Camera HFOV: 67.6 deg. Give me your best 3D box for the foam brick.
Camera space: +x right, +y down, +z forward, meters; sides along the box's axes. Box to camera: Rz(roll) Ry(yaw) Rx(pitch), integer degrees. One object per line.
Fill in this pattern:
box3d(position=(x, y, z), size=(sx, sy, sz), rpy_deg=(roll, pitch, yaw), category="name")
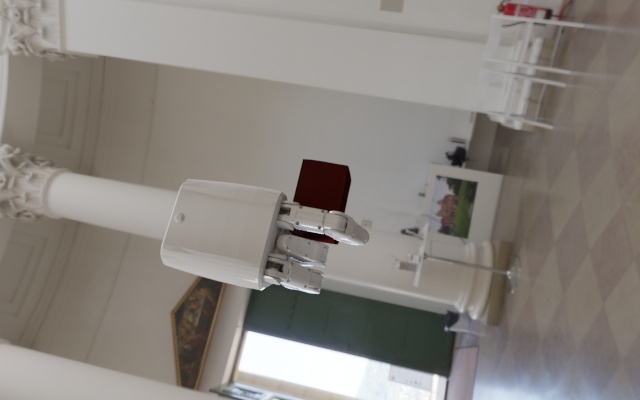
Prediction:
box3d(position=(0.000, 0.001, 0.514), size=(0.051, 0.078, 0.053), rpy_deg=(10, -16, 10), category="foam brick")
